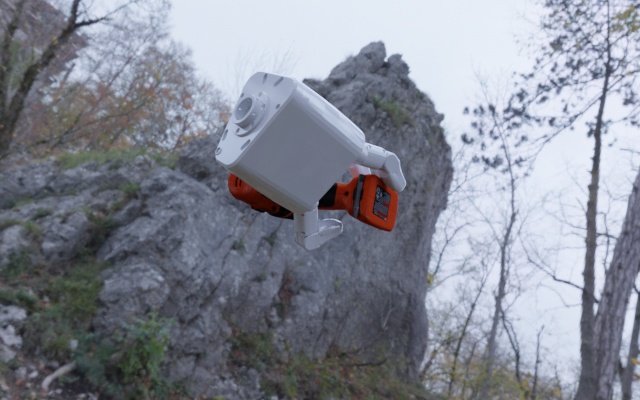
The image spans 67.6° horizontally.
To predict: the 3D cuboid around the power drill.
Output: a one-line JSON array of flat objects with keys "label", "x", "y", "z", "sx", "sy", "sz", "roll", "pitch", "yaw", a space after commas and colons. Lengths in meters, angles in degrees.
[{"label": "power drill", "x": 0.000, "y": 0.002, "z": 0.620, "sx": 0.187, "sy": 0.057, "sz": 0.184, "roll": 4, "pitch": -9, "yaw": 26}]
